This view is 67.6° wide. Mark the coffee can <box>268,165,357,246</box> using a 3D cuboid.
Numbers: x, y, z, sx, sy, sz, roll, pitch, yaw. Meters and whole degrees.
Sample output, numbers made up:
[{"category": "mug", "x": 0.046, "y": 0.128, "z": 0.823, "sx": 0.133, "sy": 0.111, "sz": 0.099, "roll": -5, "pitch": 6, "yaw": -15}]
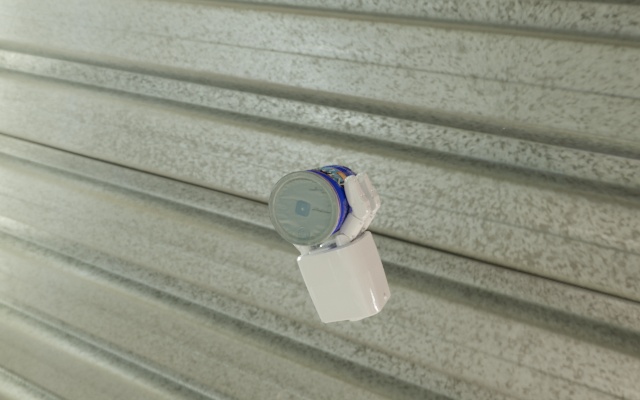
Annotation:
[{"category": "coffee can", "x": 0.000, "y": 0.002, "z": 0.704, "sx": 0.103, "sy": 0.103, "sz": 0.140, "roll": 0, "pitch": 8, "yaw": 21}]
